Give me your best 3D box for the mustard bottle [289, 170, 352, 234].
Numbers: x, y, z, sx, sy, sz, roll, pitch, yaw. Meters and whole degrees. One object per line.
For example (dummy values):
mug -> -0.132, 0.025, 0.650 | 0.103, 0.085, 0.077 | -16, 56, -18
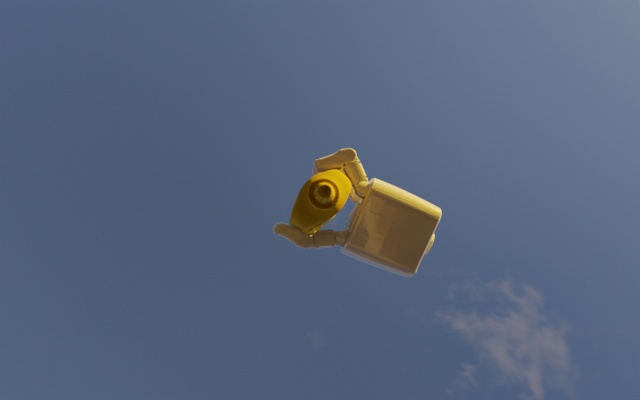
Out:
mustard bottle -> 0.000, 0.002, 0.670 | 0.096, 0.058, 0.191 | -42, -3, -8
